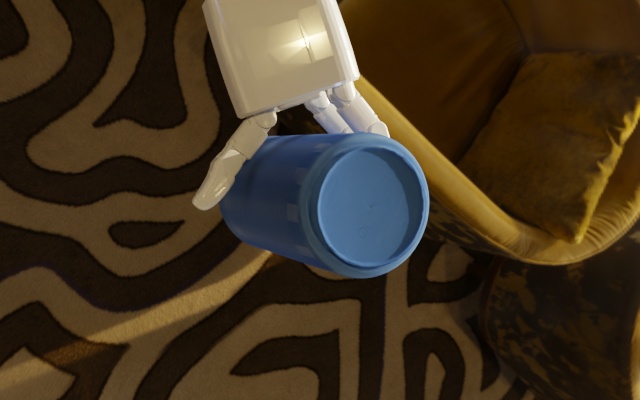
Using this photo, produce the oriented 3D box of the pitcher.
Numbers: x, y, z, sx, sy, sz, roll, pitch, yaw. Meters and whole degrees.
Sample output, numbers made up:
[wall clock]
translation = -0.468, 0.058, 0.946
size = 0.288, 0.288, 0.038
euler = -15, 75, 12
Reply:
[pitcher]
translation = 0.000, 0.001, 0.455
size = 0.149, 0.145, 0.243
euler = -22, 12, -20
